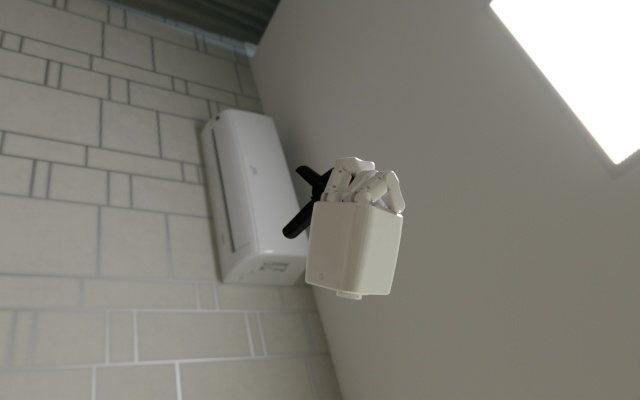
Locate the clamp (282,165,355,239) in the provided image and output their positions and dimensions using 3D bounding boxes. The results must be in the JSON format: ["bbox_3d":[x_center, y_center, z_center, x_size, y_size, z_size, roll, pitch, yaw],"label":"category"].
[{"bbox_3d":[0.001,0.002,0.697,0.039,0.120,0.171,16,-8,-31],"label":"clamp"}]
